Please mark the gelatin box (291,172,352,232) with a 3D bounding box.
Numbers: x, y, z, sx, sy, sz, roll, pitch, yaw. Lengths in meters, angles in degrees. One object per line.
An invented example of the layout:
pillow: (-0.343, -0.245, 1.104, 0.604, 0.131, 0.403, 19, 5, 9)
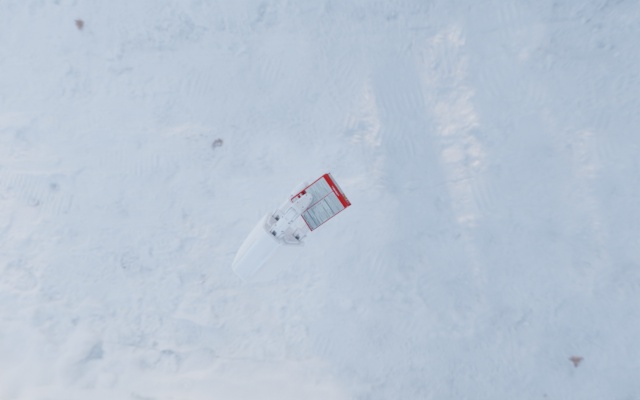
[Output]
gelatin box: (0.000, 0.003, 0.878, 0.089, 0.073, 0.030, -36, -4, 19)
